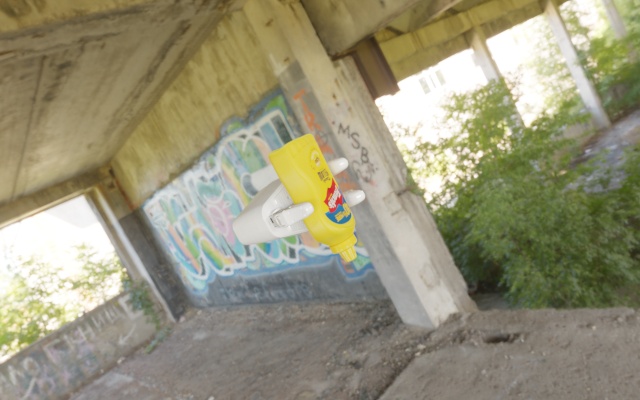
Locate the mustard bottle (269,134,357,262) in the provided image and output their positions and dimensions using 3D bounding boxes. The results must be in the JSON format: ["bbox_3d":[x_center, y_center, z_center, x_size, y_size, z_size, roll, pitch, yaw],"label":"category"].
[{"bbox_3d":[0.000,0.002,0.689,0.058,0.191,0.096,-25,7,26],"label":"mustard bottle"}]
